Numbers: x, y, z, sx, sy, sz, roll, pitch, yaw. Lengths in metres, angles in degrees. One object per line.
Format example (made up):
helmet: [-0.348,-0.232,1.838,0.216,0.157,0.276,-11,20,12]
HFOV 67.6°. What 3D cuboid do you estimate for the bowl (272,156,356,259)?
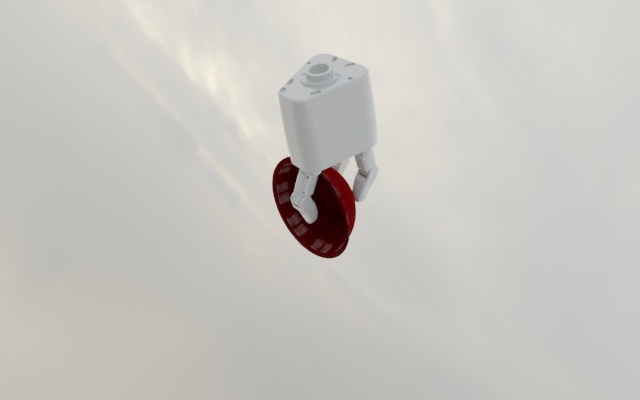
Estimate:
bowl: [0.000,0.003,0.703,0.055,0.162,0.162,-29,18,-35]
